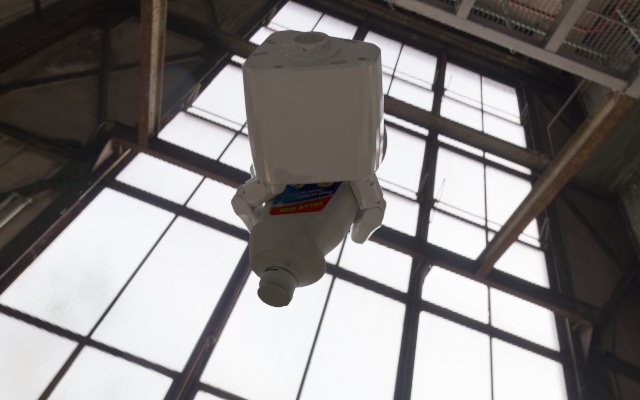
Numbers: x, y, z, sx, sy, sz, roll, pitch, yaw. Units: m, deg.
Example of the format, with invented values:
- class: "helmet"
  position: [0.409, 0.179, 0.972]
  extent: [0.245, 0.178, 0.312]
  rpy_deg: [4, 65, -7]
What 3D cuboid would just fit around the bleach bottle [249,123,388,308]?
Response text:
- class: "bleach bottle"
  position: [0.000, 0.002, 0.478]
  extent: [0.102, 0.068, 0.250]
  rpy_deg: [6, 40, 13]
